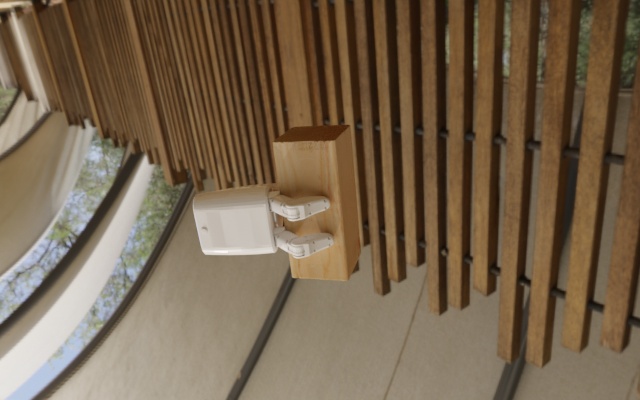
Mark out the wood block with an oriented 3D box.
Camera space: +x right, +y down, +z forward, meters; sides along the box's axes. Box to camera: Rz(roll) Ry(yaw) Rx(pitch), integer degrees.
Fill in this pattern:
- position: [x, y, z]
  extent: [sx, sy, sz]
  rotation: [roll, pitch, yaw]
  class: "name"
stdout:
- position: [0.000, 0.002, 0.692]
  extent: [0.090, 0.206, 0.090]
  rotation: [0, 22, 17]
  class: "wood block"
